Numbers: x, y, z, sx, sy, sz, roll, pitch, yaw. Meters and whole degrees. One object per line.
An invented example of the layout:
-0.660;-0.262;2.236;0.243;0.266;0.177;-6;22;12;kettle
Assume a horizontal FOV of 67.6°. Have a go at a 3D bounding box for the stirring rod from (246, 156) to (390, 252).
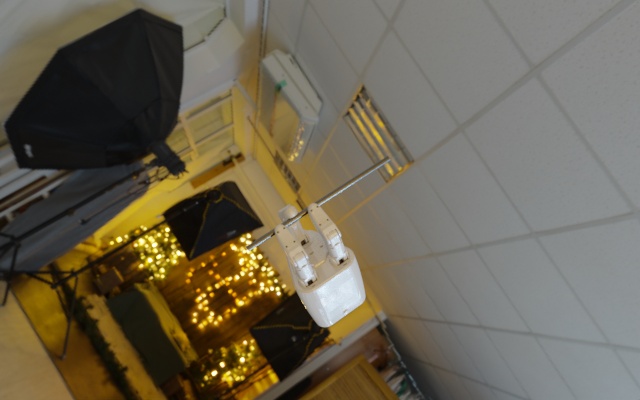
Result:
0.000;0.002;0.668;0.239;0.011;0.011;-33;8;-13;stirring rod
